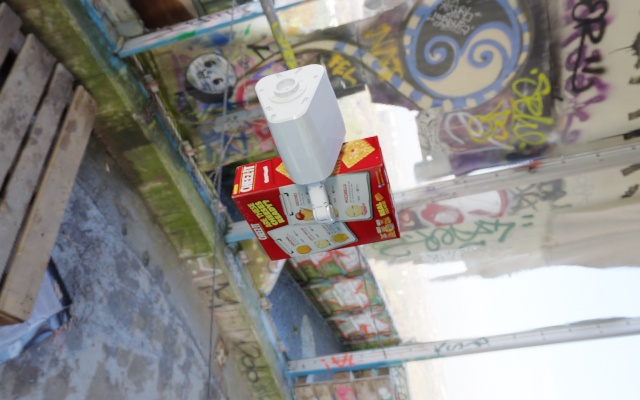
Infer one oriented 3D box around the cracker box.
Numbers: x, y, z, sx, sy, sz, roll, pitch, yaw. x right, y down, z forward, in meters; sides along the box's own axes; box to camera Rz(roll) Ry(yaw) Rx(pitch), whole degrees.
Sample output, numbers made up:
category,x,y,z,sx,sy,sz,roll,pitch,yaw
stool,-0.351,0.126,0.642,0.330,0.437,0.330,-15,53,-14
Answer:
category,x,y,z,sx,sy,sz,roll,pitch,yaw
cracker box,0.000,0.002,0.717,0.214,0.072,0.164,-11,-44,11
